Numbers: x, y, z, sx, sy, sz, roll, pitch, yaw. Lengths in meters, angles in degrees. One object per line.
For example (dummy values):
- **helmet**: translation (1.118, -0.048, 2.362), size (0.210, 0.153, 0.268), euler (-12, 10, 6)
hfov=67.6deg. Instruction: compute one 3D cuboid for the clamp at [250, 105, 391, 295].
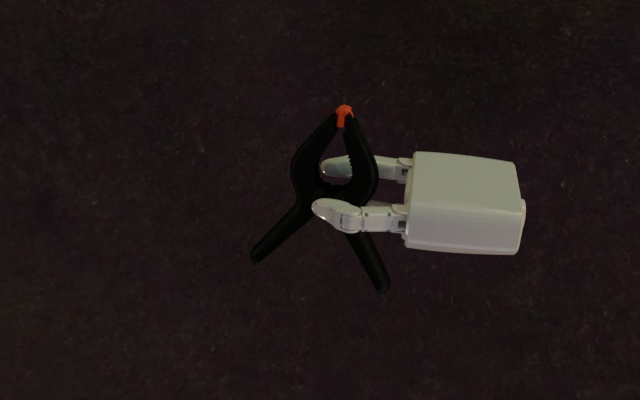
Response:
- **clamp**: translation (0.000, 0.002, 0.520), size (0.164, 0.210, 0.036), euler (5, 22, 9)
